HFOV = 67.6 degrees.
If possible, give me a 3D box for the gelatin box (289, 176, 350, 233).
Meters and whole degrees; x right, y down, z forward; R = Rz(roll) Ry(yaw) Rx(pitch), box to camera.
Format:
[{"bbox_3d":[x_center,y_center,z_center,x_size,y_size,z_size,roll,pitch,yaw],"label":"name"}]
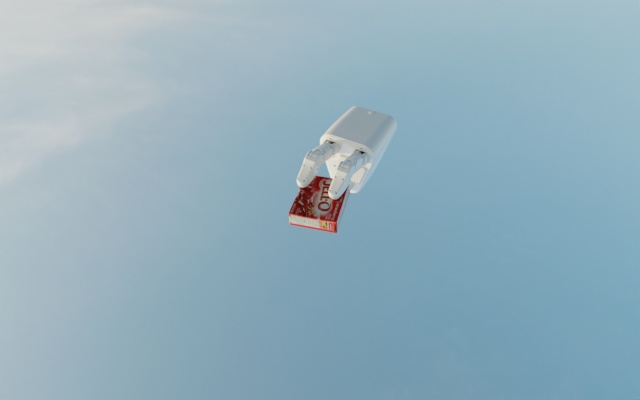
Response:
[{"bbox_3d":[0.000,0.003,0.723,0.073,0.089,0.030,10,-41,12],"label":"gelatin box"}]
